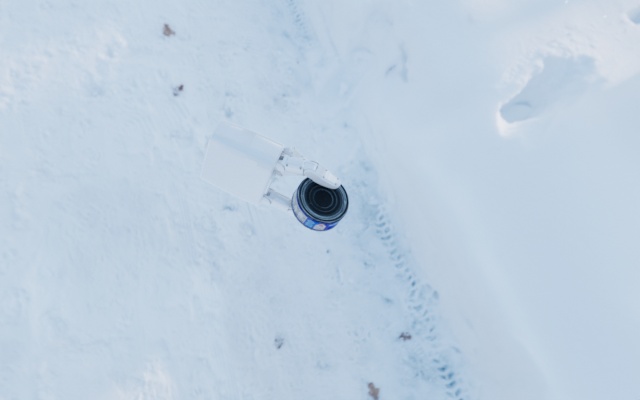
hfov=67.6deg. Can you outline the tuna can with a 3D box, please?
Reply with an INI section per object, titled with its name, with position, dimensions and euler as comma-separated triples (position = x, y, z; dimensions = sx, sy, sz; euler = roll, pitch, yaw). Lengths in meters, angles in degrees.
[tuna can]
position = 0.000, 0.002, 0.739
dimensions = 0.086, 0.086, 0.034
euler = 0, -25, -21
